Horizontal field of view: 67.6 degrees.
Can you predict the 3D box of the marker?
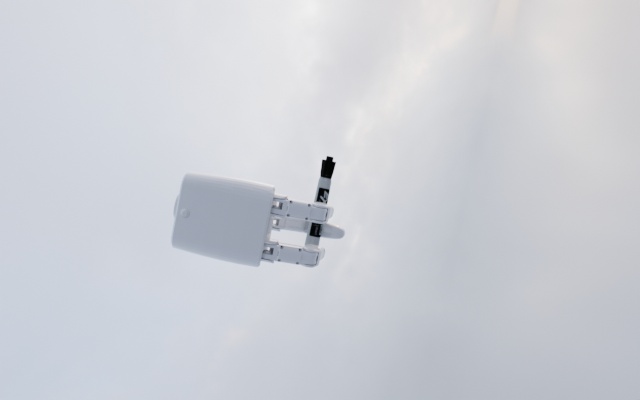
[{"bbox_3d":[0.000,0.002,0.621,0.020,0.121,0.020,12,4,-1],"label":"marker"}]
